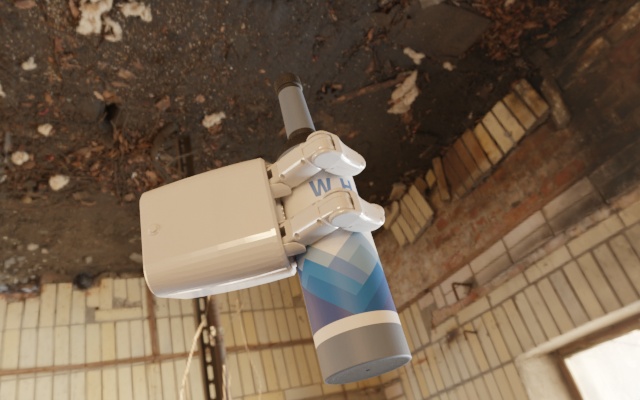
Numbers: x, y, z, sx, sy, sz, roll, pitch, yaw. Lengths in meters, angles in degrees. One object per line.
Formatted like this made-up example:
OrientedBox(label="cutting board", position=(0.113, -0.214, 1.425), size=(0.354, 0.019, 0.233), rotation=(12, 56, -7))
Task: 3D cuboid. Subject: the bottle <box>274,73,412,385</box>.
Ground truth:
OrientedBox(label="bottle", position=(0.000, 0.002, 0.420), size=(0.069, 0.295, 0.069), rotation=(-12, -30, -7))
